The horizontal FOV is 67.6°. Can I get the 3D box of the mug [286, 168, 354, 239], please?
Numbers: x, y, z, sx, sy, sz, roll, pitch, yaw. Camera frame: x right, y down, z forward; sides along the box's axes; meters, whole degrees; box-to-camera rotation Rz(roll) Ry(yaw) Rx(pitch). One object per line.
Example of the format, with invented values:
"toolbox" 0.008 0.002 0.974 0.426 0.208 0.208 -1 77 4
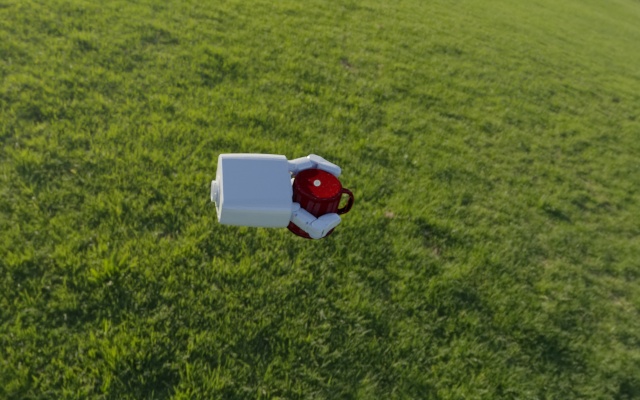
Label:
"mug" 0.002 0.002 0.782 0.117 0.082 0.093 1 43 -18
